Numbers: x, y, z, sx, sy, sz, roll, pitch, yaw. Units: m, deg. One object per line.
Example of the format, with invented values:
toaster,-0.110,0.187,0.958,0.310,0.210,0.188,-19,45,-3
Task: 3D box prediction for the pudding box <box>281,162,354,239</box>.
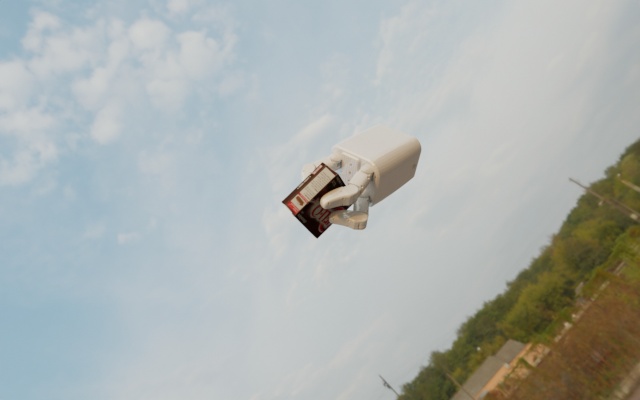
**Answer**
pudding box,0.000,0.002,0.739,0.039,0.090,0.113,43,-3,30
